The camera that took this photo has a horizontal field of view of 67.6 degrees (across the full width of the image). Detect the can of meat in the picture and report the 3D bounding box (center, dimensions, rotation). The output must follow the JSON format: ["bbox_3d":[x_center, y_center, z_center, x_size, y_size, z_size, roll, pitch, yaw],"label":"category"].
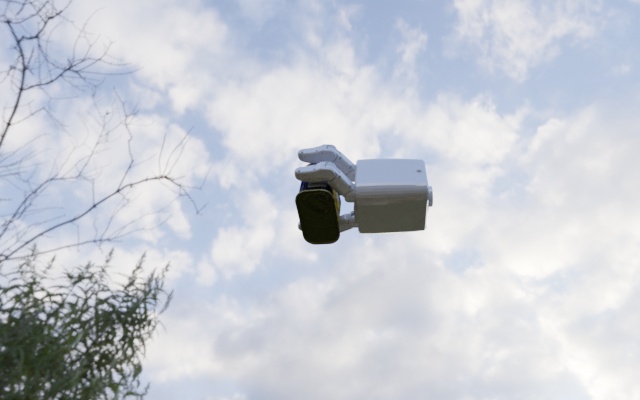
[{"bbox_3d":[0.000,0.002,0.736,0.057,0.102,0.084,-4,36,10],"label":"can of meat"}]
